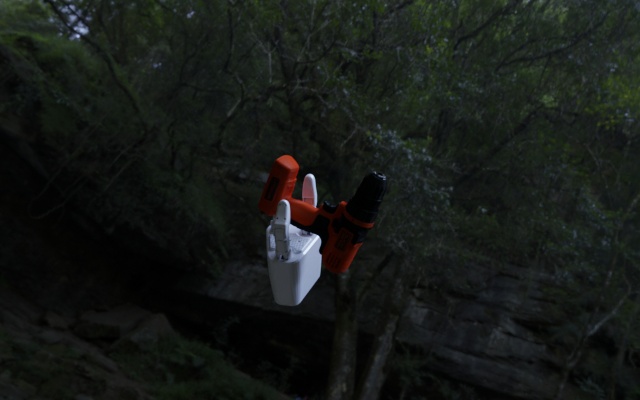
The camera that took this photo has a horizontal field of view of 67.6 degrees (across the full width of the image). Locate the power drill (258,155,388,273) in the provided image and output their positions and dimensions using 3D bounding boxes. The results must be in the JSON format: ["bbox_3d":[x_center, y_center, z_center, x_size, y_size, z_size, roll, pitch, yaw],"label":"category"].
[{"bbox_3d":[0.000,0.003,0.775,0.187,0.184,0.057,32,23,18],"label":"power drill"}]
